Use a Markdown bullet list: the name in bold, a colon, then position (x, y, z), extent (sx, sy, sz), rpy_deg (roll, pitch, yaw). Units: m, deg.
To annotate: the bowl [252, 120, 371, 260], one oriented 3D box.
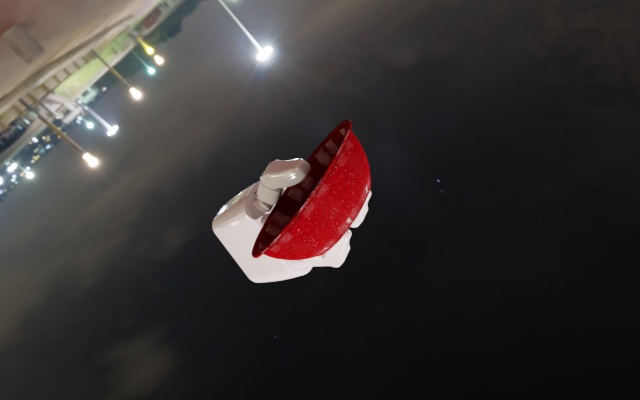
- **bowl**: position (0.001, 0.002, 0.467), extent (0.055, 0.162, 0.162), rpy_deg (35, -7, -10)
